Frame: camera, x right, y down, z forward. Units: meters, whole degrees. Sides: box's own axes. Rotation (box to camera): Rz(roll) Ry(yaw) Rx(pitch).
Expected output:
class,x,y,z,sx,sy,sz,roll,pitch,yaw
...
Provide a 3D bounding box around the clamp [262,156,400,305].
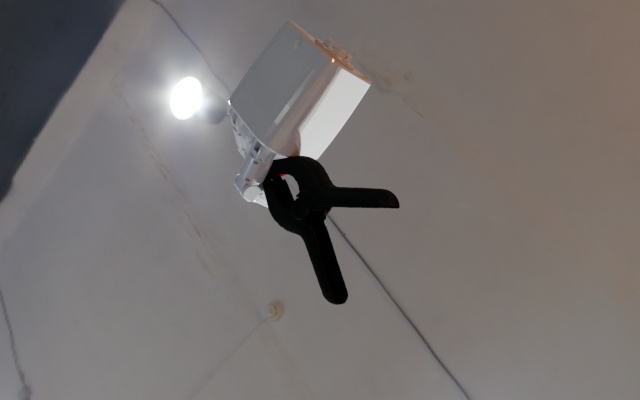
class,x,y,z,sx,sy,sz,roll,pitch,yaw
clamp,0.000,0.002,0.467,0.039,0.120,0.171,9,35,-53
